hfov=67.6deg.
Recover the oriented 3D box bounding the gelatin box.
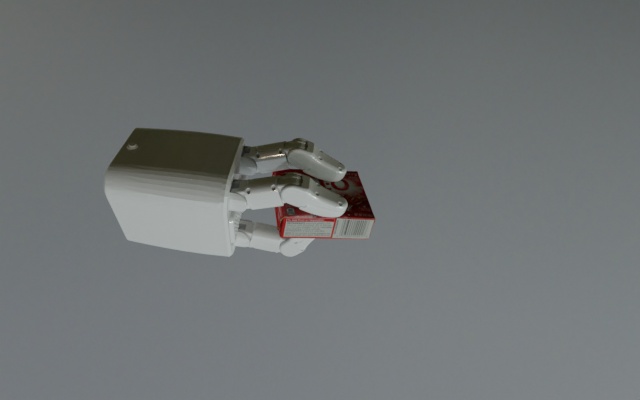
[{"bbox_3d":[0.000,0.002,0.458,0.089,0.030,0.073,2,40,-15],"label":"gelatin box"}]
